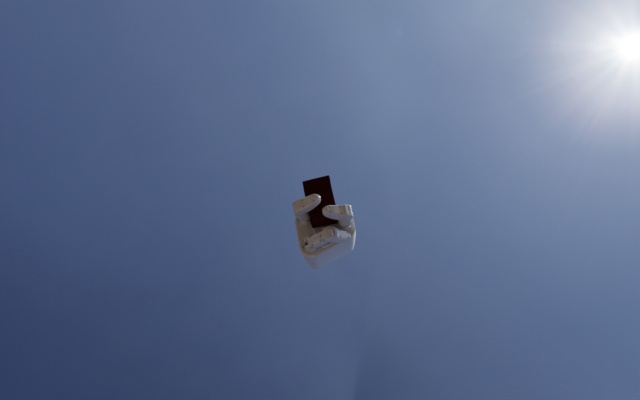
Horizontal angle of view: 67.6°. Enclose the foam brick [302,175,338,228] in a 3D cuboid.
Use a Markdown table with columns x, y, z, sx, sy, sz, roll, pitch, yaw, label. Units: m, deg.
| x | y | z | sx | sy | sz | roll | pitch | yaw | label |
| --- | --- | --- | --- | --- | --- | --- | --- | --- | --- |
| 0.000 | 0.003 | 0.884 | 0.053 | 0.078 | 0.051 | -12 | -24 | 0 | foam brick |
